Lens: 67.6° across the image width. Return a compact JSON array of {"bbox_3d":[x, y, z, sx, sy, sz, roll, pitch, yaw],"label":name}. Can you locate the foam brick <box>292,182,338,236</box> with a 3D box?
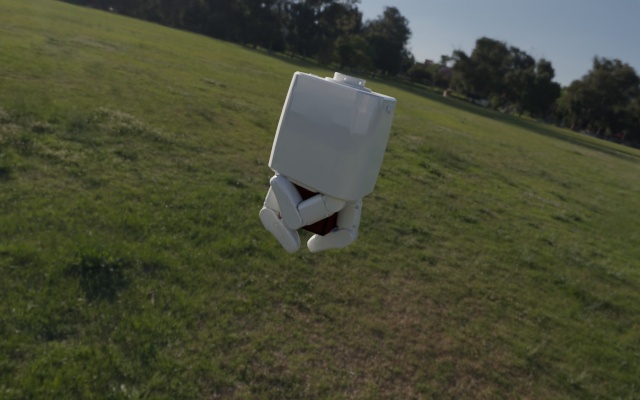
[{"bbox_3d":[0.000,0.002,0.552,0.053,0.051,0.078,20,16,16],"label":"foam brick"}]
